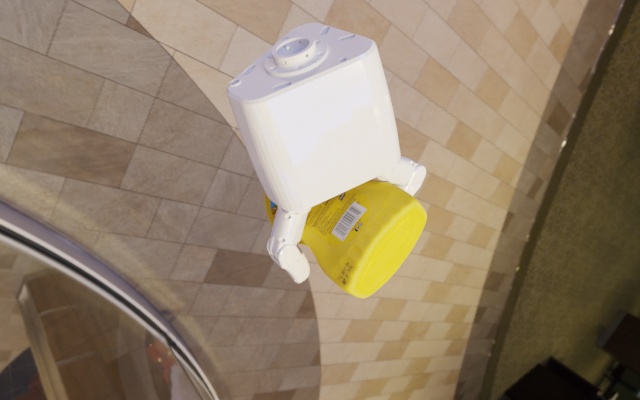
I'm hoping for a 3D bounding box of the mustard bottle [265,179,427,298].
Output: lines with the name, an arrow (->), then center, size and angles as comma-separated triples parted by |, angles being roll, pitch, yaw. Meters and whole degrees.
mustard bottle -> 0.000, 0.002, 0.452 | 0.191, 0.096, 0.058 | 36, -1, 42
